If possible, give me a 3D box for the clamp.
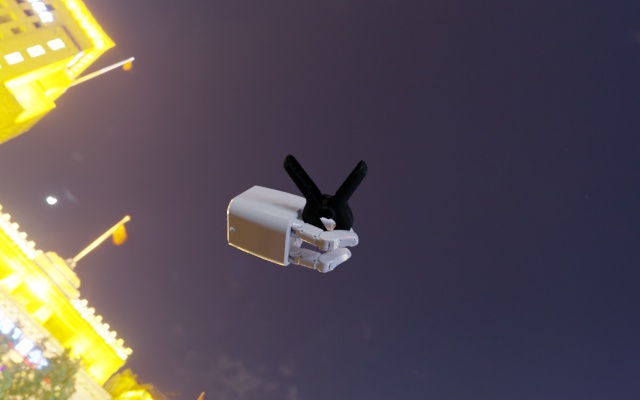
[{"bbox_3d":[0.000,0.002,0.717,0.120,0.172,0.039,16,37,12],"label":"clamp"}]
